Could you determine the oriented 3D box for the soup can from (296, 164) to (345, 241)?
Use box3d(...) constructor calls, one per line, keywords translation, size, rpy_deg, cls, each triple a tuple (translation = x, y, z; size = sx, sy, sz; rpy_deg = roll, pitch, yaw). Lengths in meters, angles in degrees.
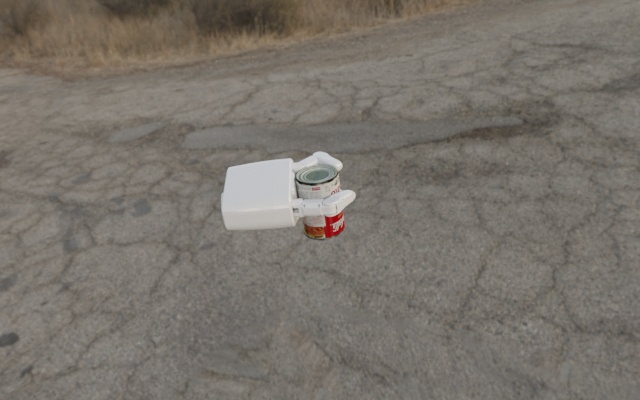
box3d(translation=(0.001, 0.002, 0.752), size=(0.068, 0.102, 0.068), rpy_deg=(-6, 29, 3), cls="soup can")
